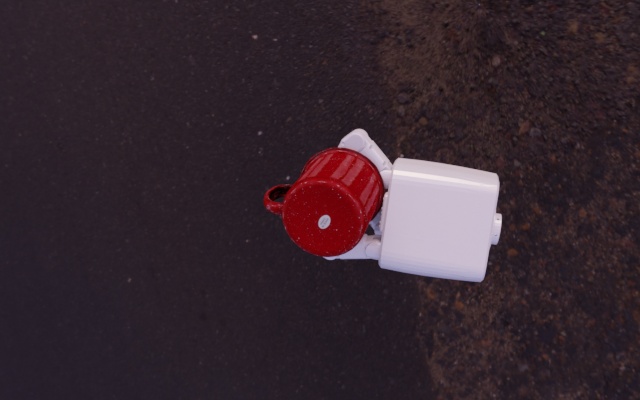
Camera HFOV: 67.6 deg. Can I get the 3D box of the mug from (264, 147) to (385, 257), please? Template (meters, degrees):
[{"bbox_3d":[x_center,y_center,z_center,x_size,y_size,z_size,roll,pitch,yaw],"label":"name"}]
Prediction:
[{"bbox_3d":[-0.001,0.001,0.474,0.117,0.093,0.081,8,24,13],"label":"mug"}]
